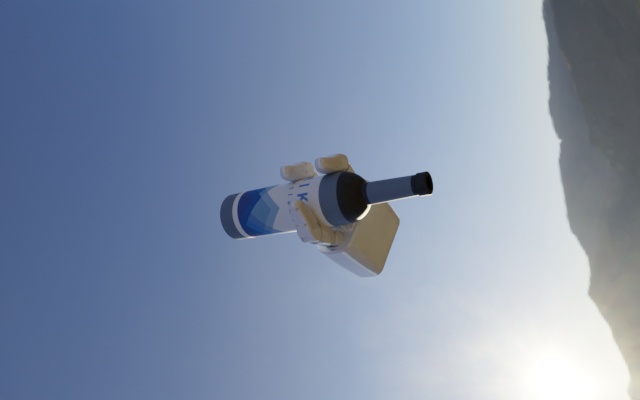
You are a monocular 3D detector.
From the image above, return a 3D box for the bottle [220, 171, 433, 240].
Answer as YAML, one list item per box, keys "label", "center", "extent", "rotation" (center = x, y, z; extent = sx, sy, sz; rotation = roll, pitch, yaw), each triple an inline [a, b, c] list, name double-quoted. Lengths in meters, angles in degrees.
- label: "bottle"
  center: [0.000, 0.002, 0.617]
  extent: [0.296, 0.069, 0.069]
  rotation: [-10, -5, 32]
